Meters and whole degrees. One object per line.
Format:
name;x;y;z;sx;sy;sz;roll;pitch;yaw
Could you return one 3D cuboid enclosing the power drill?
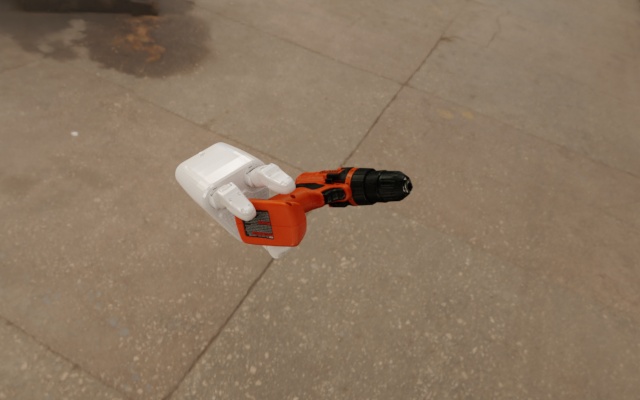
power drill;0.000;0.002;0.606;0.184;0.057;0.187;-2;14;40
